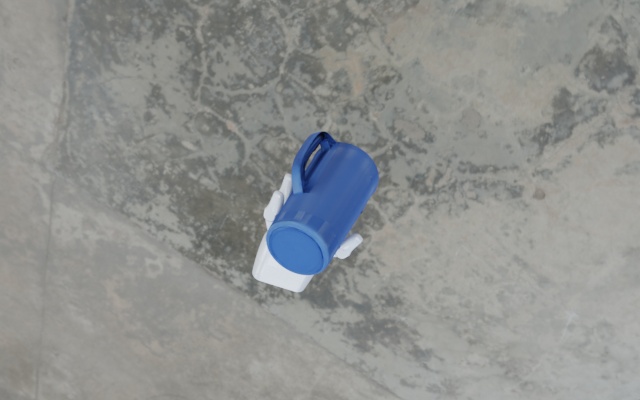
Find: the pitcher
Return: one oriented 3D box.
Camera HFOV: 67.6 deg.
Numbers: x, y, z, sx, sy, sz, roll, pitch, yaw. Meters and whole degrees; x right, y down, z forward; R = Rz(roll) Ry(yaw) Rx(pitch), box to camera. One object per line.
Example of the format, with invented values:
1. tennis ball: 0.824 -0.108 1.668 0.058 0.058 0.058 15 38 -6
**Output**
1. pitcher: 0.000 0.003 0.813 0.149 0.145 0.242 29 41 3
